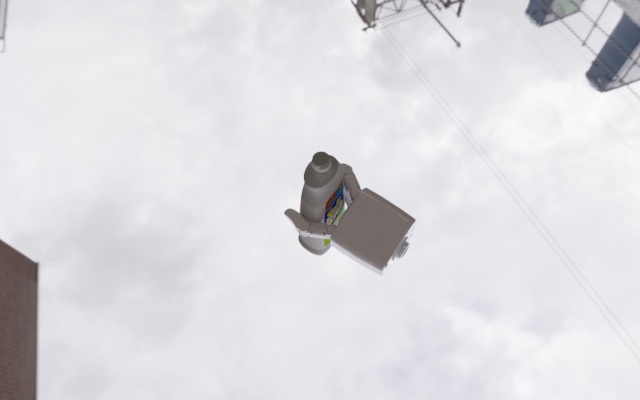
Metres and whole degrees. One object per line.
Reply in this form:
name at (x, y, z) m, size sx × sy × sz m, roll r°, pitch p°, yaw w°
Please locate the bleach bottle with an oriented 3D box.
bleach bottle at (0.000, 0.003, 0.842) m, size 0.068 × 0.102 × 0.251 m, roll 33°, pitch -23°, yaw 19°
